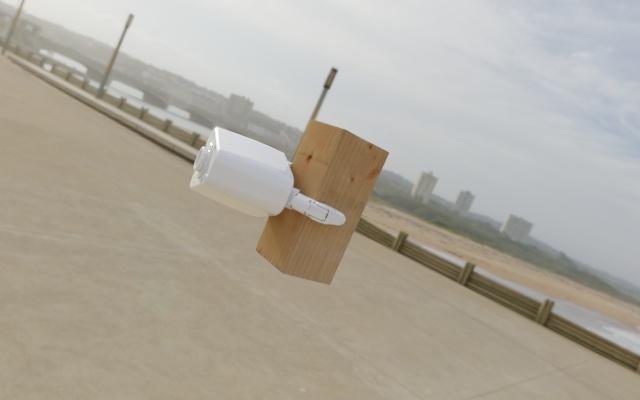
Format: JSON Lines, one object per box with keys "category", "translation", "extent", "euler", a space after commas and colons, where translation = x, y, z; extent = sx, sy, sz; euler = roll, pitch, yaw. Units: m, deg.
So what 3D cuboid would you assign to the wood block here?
{"category": "wood block", "translation": [0.000, 0.002, 0.680], "extent": [0.090, 0.206, 0.090], "euler": [21, 5, -38]}
